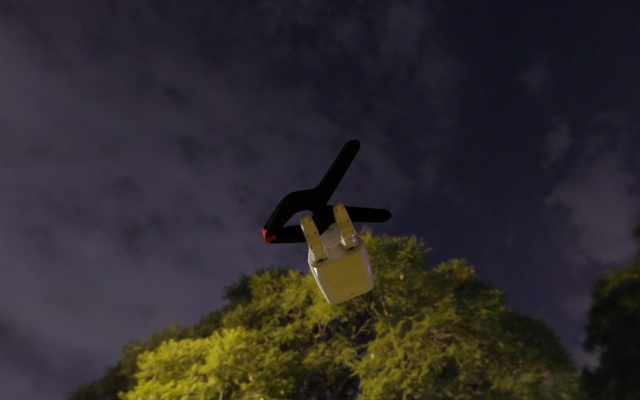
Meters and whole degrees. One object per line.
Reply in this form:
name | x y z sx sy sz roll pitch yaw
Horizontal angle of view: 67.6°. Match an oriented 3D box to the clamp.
clamp | -0.001 0.002 0.762 0.210 0.165 0.036 -21 33 -2
